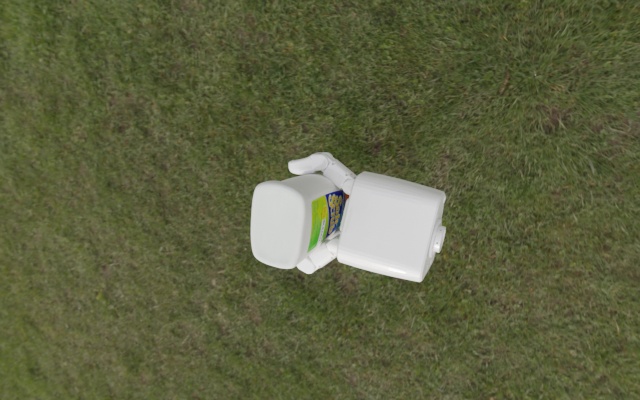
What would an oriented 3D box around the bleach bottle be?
[{"bbox_3d":[0.000,0.002,0.635,0.068,0.102,0.250,13,19,21],"label":"bleach bottle"}]
